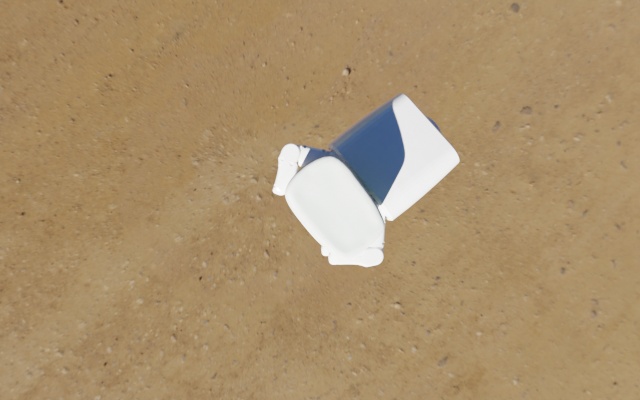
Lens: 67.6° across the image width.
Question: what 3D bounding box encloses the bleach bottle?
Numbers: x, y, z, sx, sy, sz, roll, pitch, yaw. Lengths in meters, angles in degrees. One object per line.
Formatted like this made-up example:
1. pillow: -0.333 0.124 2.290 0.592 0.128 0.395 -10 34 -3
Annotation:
1. bleach bottle: 0.000 0.002 0.567 0.068 0.102 0.251 -39 7 -4
